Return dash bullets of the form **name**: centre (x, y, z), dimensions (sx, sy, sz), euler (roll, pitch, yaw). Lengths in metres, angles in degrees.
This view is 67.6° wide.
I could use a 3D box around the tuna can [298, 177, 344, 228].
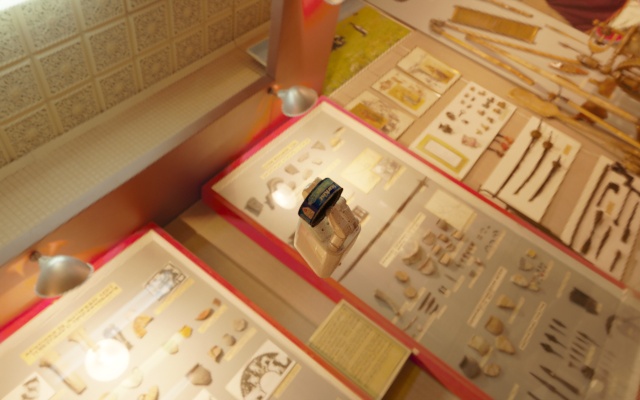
- **tuna can**: centre (0.000, 0.002, 0.809), dimensions (0.033, 0.086, 0.086), euler (39, 8, 11)
